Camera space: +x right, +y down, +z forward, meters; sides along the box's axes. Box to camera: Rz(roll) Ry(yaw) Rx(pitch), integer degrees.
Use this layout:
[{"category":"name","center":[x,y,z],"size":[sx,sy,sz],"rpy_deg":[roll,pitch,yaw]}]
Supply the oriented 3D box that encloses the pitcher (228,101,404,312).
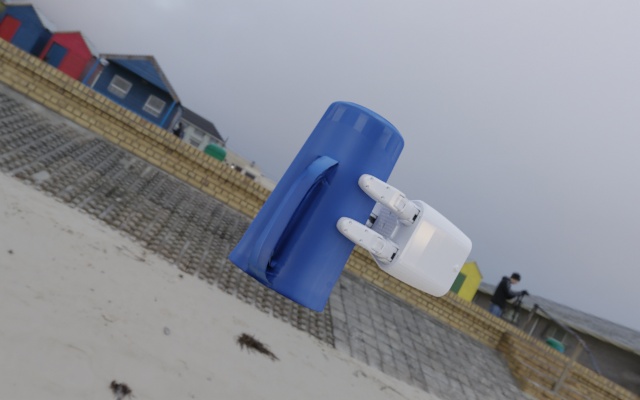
[{"category":"pitcher","center":[0.000,0.002,0.583],"size":[0.145,0.243,0.149],"rpy_deg":[32,-5,-27]}]
